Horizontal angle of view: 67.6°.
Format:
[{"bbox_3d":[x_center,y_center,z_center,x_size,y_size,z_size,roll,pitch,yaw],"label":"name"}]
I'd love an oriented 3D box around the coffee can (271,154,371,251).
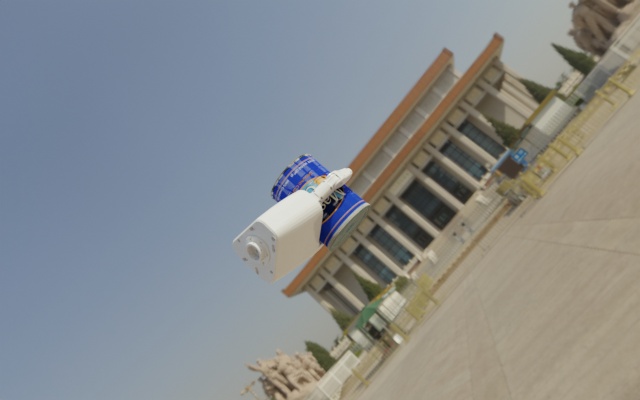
[{"bbox_3d":[0.000,0.003,0.819,0.140,0.103,0.103,41,12,14],"label":"coffee can"}]
